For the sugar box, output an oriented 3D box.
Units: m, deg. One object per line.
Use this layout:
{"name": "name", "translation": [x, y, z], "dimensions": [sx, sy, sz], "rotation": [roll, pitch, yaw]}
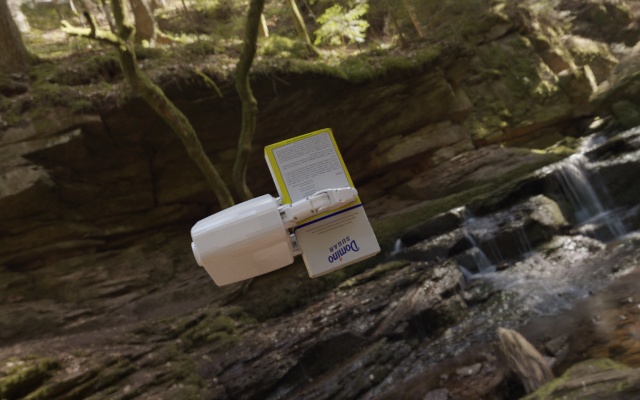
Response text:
{"name": "sugar box", "translation": [0.000, 0.002, 0.615], "dimensions": [0.093, 0.176, 0.048], "rotation": [-19, -10, -10]}
